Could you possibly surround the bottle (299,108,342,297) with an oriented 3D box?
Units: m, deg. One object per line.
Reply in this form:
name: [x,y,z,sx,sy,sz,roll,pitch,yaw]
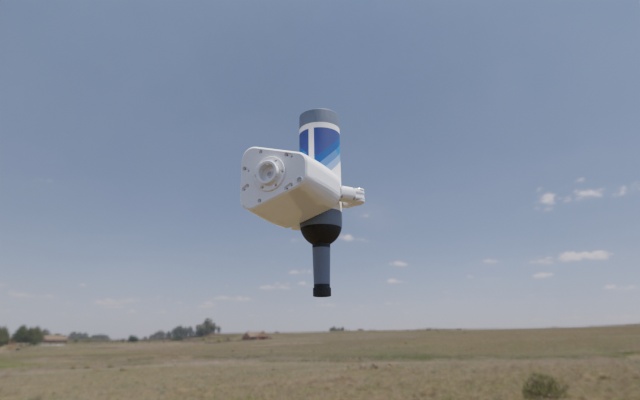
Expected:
bottle: [0.000,0.002,0.755,0.069,0.295,0.069,-1,-16,0]
